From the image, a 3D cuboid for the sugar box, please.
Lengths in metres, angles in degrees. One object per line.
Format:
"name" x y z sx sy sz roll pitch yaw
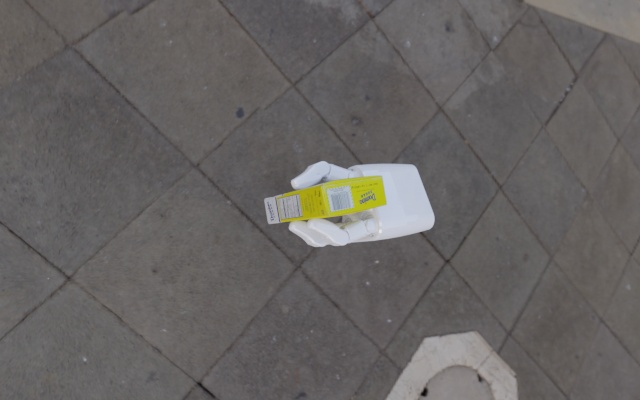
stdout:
"sugar box" 0.000 0.003 0.661 0.093 0.048 0.176 -9 -4 -30
